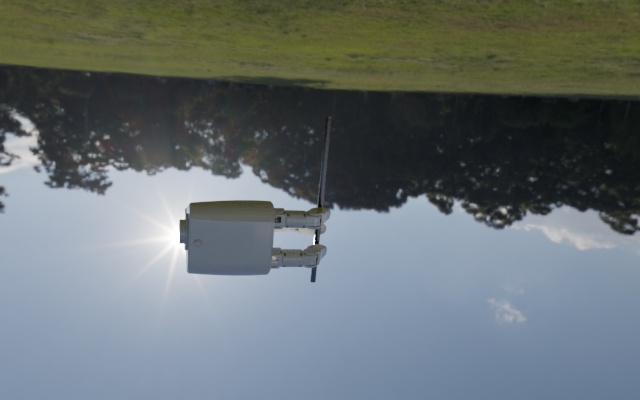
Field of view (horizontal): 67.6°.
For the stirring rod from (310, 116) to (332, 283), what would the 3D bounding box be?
[{"bbox_3d":[0.000,0.002,0.678,0.011,0.239,0.011,5,12,-1],"label":"stirring rod"}]
